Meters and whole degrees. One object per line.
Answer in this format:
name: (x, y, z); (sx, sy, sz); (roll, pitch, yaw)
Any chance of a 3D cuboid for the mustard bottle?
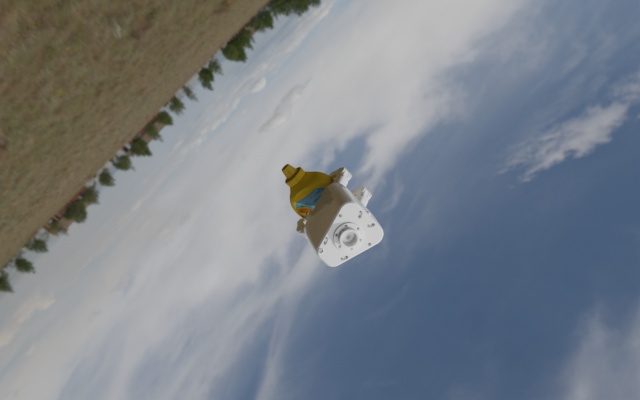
mustard bottle: (0.000, 0.003, 0.892); (0.096, 0.192, 0.058); (-35, 22, 28)
